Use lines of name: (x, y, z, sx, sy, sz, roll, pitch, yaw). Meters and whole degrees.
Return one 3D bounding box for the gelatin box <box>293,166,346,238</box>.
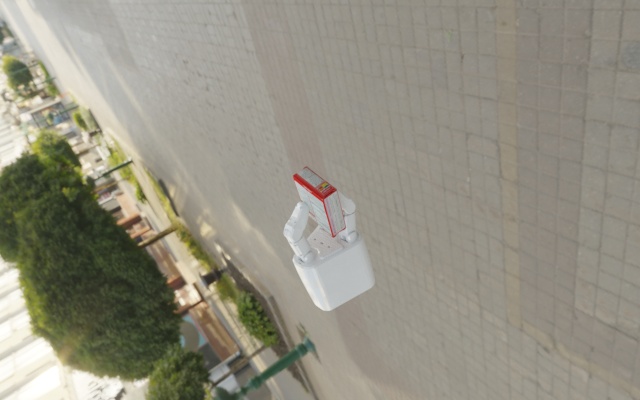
gelatin box: (0.000, 0.002, 0.708, 0.030, 0.089, 0.073, -36, 49, -17)
